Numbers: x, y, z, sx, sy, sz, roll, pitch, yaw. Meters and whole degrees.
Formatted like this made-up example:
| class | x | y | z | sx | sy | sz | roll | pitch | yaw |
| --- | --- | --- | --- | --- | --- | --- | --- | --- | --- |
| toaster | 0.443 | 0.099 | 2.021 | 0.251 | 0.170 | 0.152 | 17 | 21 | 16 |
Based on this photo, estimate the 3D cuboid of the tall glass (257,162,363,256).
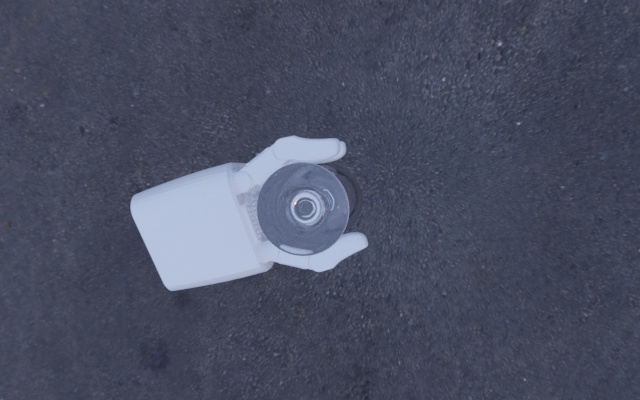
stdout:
| class | x | y | z | sx | sy | sz | roll | pitch | yaw |
| --- | --- | --- | --- | --- | --- | --- | --- | --- | --- |
| tall glass | 0.000 | 0.002 | 0.472 | 0.079 | 0.079 | 0.201 | 0 | 3 | 9 |
